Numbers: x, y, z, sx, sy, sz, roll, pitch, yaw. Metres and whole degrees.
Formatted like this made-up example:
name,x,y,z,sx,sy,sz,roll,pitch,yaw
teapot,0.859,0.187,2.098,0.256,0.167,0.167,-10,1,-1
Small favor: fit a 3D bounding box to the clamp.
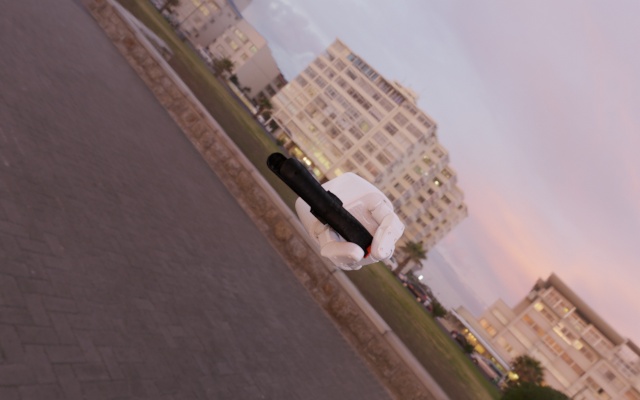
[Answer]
name,x,y,z,sx,sy,sz,roll,pitch,yaw
clamp,0.001,0.002,0.576,0.171,0.039,0.120,47,1,-25
